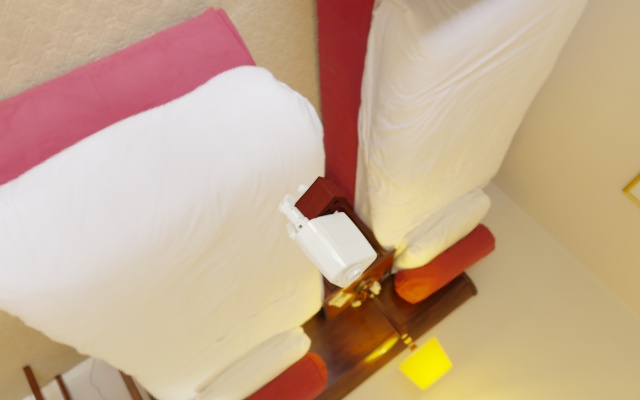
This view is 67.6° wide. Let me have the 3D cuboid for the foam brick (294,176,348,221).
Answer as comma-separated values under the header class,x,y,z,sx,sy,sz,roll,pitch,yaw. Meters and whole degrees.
class,x,y,z,sx,sy,sz,roll,pitch,yaw
foam brick,0.000,0.003,0.874,0.051,0.078,0.053,50,20,25
